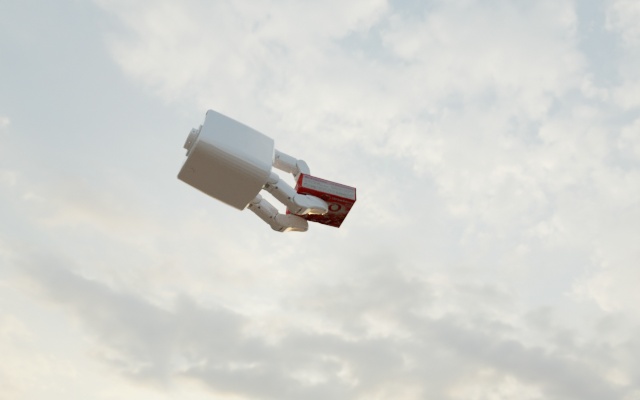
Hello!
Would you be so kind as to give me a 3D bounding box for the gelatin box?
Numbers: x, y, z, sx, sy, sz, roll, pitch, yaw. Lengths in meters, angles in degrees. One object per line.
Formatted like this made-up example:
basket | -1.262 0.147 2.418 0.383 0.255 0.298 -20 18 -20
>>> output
gelatin box | 0.000 0.002 0.711 0.089 0.030 0.073 14 -41 -12
